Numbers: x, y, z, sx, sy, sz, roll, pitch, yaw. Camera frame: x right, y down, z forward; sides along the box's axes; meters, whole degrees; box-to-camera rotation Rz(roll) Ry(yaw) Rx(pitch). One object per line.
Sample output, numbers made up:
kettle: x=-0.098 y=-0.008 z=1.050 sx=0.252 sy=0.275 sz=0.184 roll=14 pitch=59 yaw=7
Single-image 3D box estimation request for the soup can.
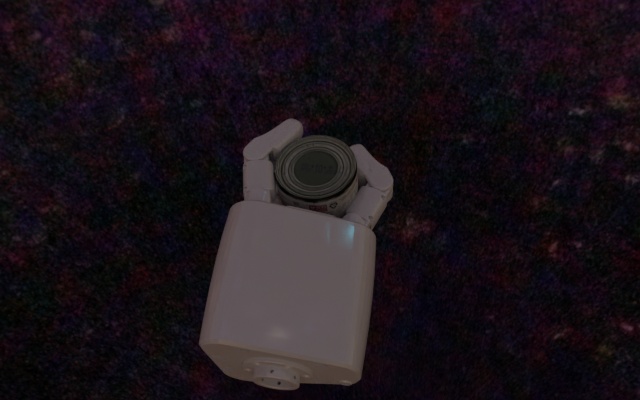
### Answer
soup can: x=0.000 y=0.001 z=0.416 sx=0.068 sy=0.068 sz=0.102 roll=0 pitch=-35 yaw=6
